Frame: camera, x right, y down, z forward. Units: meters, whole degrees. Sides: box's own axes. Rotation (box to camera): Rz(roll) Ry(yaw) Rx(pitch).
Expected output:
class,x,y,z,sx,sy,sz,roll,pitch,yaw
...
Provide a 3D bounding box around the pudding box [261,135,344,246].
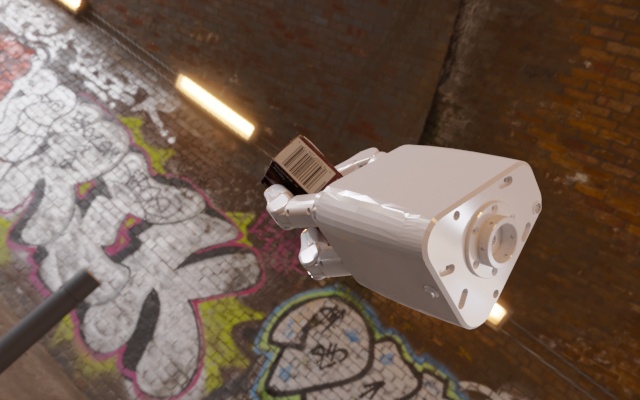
class,x,y,z,sx,sy,sz,roll,pitch,yaw
pudding box,0.000,0.001,0.440,0.039,0.113,0.090,-44,2,-18
